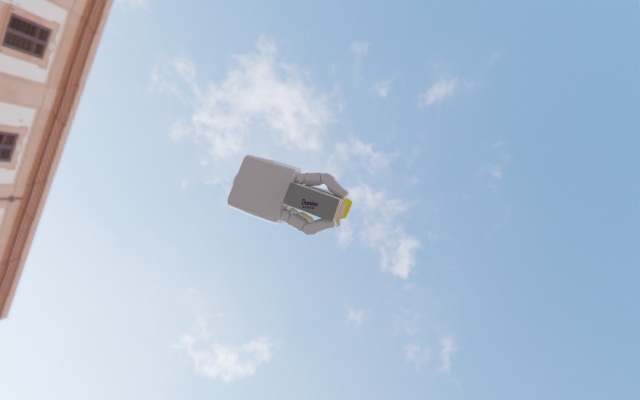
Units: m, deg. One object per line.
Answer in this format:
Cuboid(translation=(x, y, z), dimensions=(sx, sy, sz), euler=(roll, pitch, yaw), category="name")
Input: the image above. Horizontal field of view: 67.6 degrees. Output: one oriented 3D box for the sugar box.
Cuboid(translation=(0.000, 0.003, 0.882), dimensions=(0.093, 0.048, 0.176), euler=(20, 6, 11), category="sugar box")
